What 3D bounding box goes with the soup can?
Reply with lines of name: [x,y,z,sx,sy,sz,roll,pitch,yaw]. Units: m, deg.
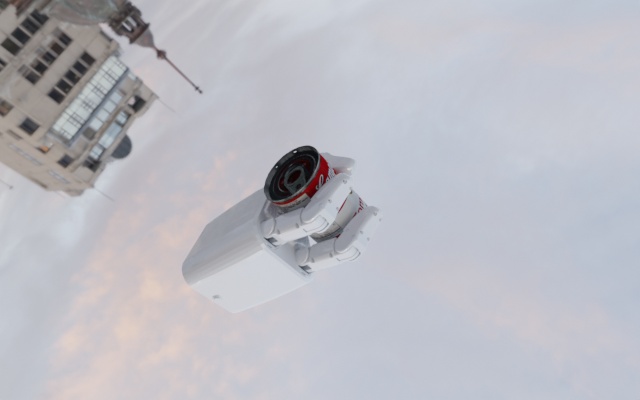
soup can: [0.001,0.001,0.492,0.068,0.068,0.102,0,-35,45]
